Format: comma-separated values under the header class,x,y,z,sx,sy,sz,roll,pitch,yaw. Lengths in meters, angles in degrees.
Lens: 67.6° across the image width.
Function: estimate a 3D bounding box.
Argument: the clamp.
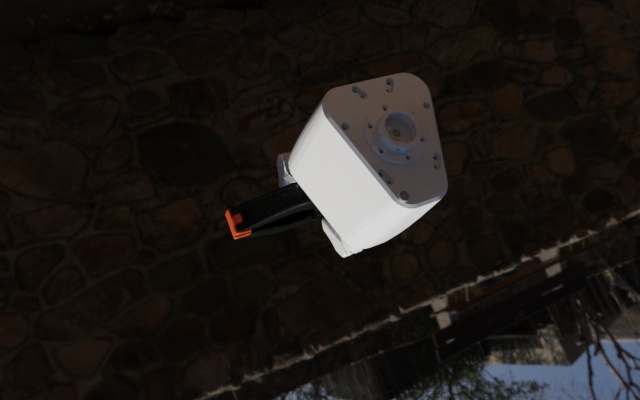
class,x,y,z,sx,sy,sz,roll,pitch,yaw
clamp,0.000,0.002,0.516,0.210,0.036,0.165,-18,-15,-21
